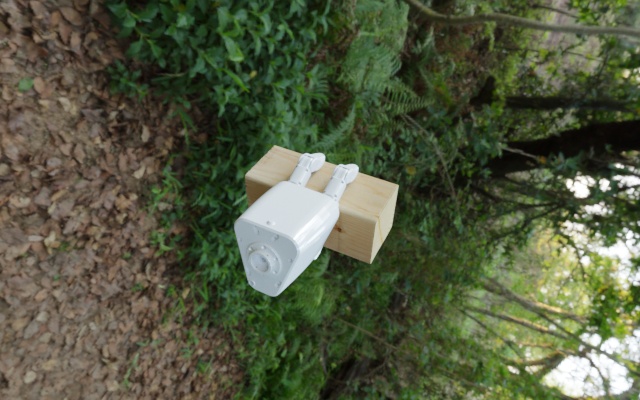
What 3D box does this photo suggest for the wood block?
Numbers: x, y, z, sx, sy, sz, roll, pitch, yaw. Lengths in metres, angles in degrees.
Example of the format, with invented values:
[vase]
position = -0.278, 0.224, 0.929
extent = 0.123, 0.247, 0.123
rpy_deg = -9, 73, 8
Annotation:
[wood block]
position = 0.000, 0.003, 0.718
extent = 0.206, 0.091, 0.090
rpy_deg = 20, 46, 19
